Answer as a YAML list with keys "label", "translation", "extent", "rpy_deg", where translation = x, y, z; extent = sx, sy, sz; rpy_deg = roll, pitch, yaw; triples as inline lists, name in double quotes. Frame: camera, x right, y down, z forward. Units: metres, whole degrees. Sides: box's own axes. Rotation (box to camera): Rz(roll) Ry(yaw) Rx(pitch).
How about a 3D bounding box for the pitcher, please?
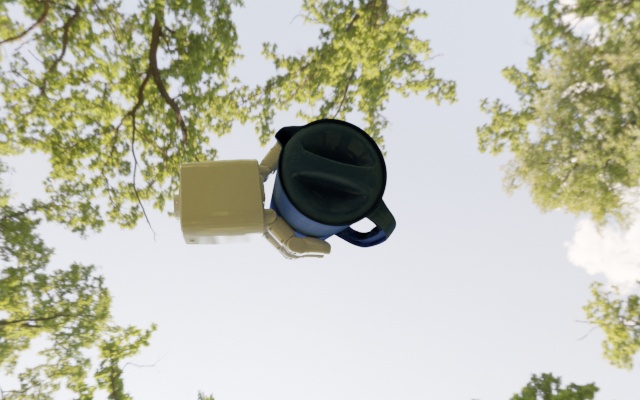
- label: "pitcher"
  translation: [0.000, 0.002, 0.666]
  extent: [0.145, 0.149, 0.243]
  rpy_deg: [-4, -14, -13]
